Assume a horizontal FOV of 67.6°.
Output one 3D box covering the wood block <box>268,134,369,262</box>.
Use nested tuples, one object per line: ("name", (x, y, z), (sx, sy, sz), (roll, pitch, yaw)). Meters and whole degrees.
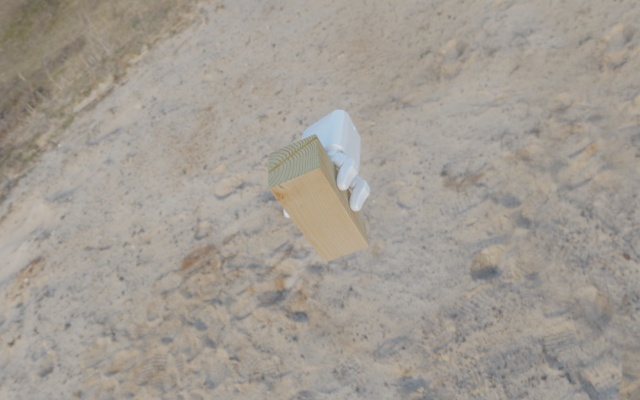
("wood block", (0.000, 0.002, 0.815), (0.091, 0.090, 0.206), (-22, -48, 14))
